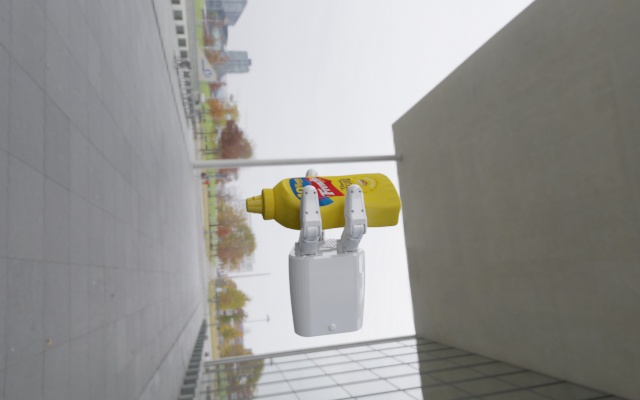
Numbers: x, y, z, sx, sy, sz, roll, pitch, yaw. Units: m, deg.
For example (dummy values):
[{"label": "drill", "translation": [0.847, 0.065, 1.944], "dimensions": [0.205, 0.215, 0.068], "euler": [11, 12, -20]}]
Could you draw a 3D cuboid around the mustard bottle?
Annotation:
[{"label": "mustard bottle", "translation": [0.000, 0.002, 0.620], "dimensions": [0.191, 0.058, 0.096], "euler": [-3, 32, -13]}]
